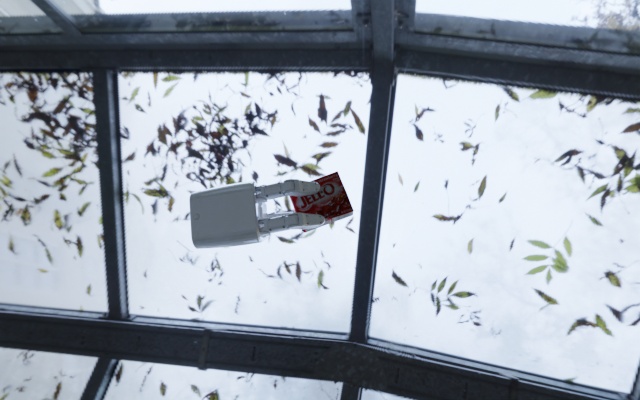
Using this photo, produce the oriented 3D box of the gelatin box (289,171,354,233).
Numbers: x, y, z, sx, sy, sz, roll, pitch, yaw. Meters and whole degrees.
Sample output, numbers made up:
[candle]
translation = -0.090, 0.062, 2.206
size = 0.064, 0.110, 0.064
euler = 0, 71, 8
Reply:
[gelatin box]
translation = 0.000, 0.003, 0.774
size = 0.089, 0.073, 0.030
euler = -20, -16, -5
